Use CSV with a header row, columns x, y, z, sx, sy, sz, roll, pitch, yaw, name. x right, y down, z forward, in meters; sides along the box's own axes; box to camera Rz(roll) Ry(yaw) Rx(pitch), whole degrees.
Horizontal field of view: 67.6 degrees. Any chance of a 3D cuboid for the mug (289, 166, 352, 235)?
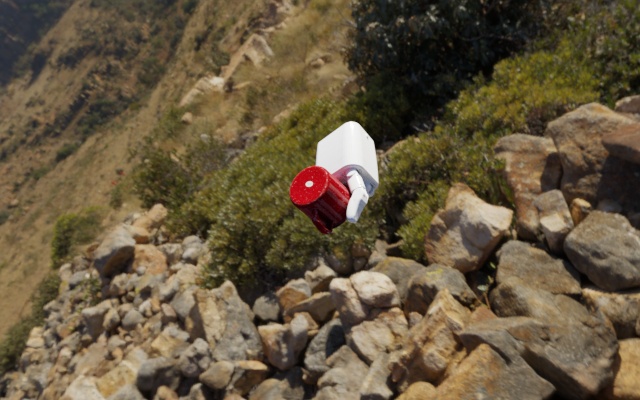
x,y,z,sx,sy,sz,roll,pitch,yaw,name
0.000,0.004,0.820,0.093,0.117,0.081,-19,-37,26,mug
